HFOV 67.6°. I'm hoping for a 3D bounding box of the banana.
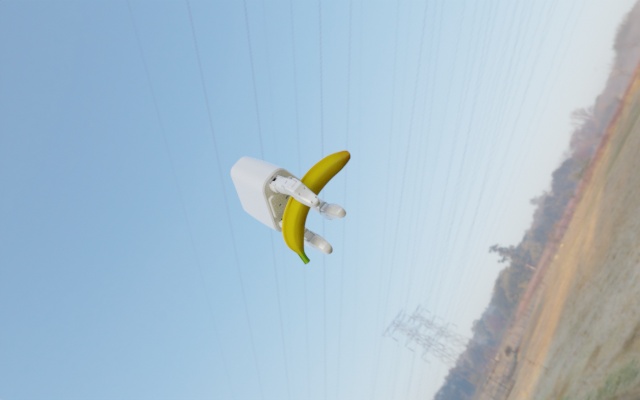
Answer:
[{"bbox_3d":[-0.016,-0.001,0.768,0.070,0.198,0.037,25,-5,-31],"label":"banana"}]
